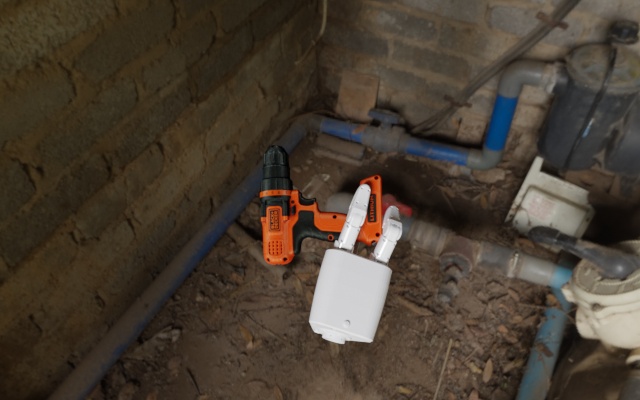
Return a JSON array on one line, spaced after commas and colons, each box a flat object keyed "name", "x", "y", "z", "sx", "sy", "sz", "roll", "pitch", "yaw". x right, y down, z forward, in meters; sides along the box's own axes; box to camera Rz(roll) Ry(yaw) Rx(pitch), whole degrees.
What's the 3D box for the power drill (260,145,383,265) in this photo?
[{"name": "power drill", "x": 0.001, "y": 0.003, "z": 0.726, "sx": 0.187, "sy": 0.184, "sz": 0.057, "roll": -3, "pitch": -5, "yaw": 9}]
